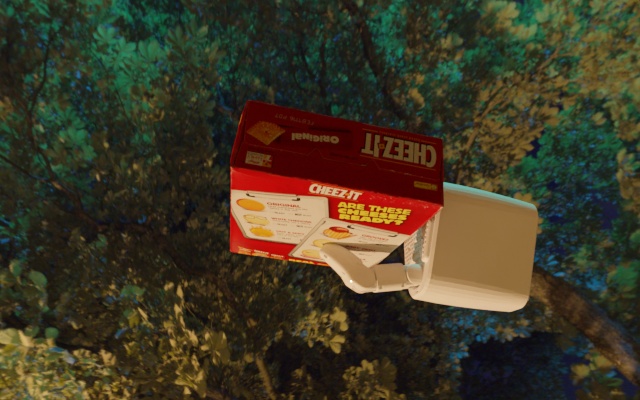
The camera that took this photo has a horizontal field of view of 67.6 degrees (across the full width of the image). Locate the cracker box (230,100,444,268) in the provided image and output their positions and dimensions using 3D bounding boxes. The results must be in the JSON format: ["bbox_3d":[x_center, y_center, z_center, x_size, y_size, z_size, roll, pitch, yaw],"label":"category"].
[{"bbox_3d":[0.000,0.002,0.458,0.164,0.072,0.214,10,-24,-7],"label":"cracker box"}]
